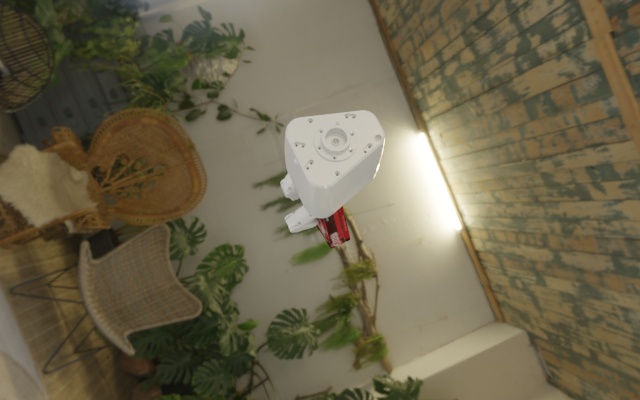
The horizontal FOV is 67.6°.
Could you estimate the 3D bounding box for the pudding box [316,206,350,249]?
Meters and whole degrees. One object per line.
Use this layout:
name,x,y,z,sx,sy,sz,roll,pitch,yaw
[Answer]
pudding box,0.000,0.002,0.706,0.039,0.090,0.113,-23,46,-9
